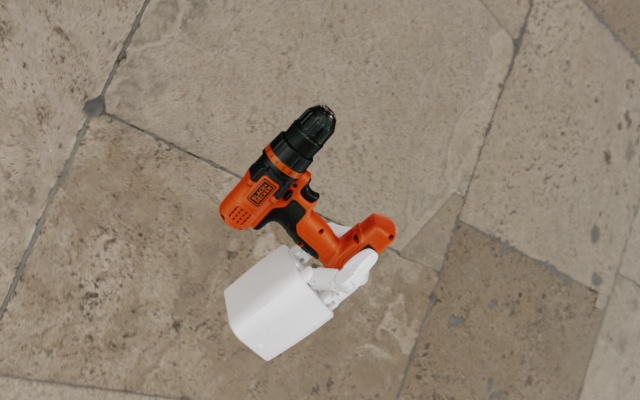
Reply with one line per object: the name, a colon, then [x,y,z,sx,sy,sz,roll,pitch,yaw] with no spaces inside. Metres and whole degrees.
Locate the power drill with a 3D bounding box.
power drill: [0.000,0.002,0.574,0.188,0.184,0.057,39,22,-17]
